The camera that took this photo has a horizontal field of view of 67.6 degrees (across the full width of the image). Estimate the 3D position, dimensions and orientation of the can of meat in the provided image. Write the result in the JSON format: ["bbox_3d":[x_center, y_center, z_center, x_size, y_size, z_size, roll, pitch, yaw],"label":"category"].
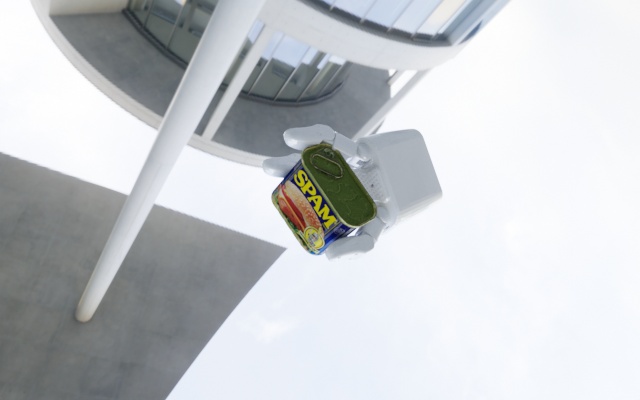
[{"bbox_3d":[0.000,0.002,0.534,0.057,0.102,0.084,-25,-13,-43],"label":"can of meat"}]
